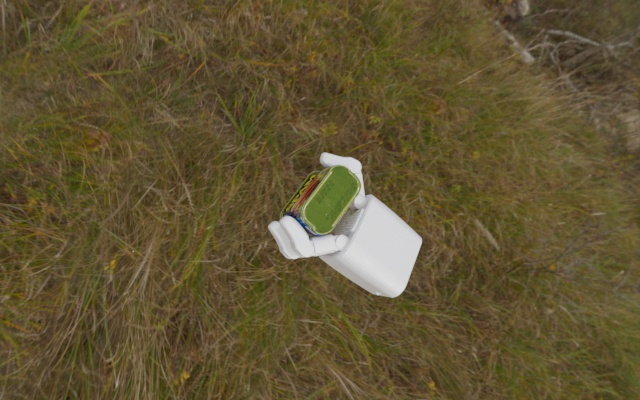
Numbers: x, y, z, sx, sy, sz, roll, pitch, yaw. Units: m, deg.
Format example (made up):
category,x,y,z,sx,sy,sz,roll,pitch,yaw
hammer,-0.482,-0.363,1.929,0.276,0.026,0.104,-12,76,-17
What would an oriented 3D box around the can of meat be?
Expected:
category,x,y,z,sx,sy,sz,roll,pitch,yaw
can of meat,0.000,0.002,0.654,0.057,0.102,0.084,41,-18,-13
